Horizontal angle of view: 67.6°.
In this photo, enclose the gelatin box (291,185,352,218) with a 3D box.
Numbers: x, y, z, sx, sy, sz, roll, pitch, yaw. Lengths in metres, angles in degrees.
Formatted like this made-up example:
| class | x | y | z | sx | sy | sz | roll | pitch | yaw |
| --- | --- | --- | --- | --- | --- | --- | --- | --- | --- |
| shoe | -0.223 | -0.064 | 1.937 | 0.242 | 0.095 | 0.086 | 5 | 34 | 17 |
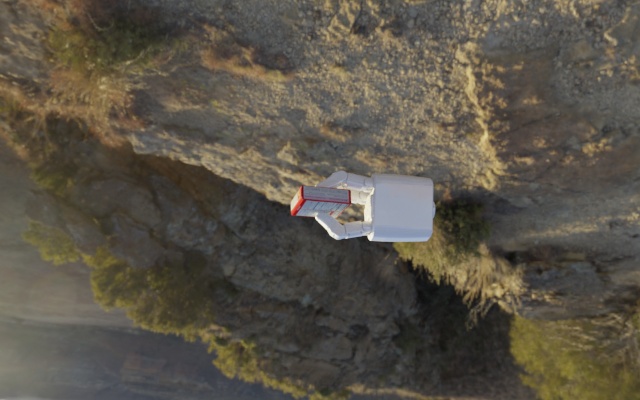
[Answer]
| class | x | y | z | sx | sy | sz | roll | pitch | yaw |
| --- | --- | --- | --- | --- | --- | --- | --- | --- | --- |
| gelatin box | 0.000 | 0.003 | 0.826 | 0.089 | 0.030 | 0.073 | 4 | -23 | -17 |
